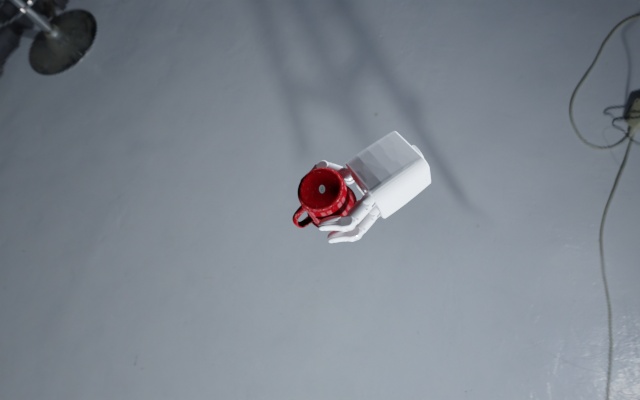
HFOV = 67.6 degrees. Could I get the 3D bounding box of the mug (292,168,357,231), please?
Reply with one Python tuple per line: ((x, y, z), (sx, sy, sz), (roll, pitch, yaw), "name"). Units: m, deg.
((-0.001, 0.003, 0.817), (0.117, 0.093, 0.081), (-37, -27, -1), "mug")
